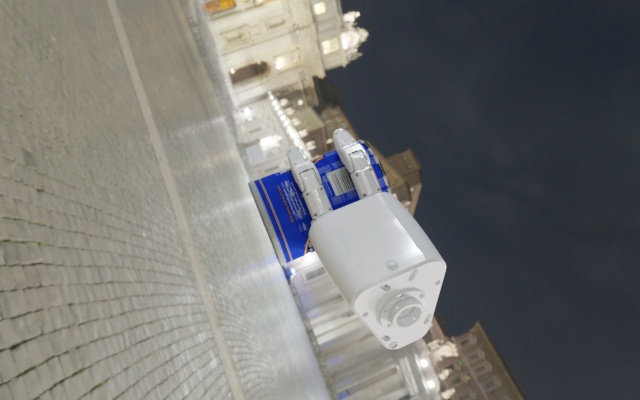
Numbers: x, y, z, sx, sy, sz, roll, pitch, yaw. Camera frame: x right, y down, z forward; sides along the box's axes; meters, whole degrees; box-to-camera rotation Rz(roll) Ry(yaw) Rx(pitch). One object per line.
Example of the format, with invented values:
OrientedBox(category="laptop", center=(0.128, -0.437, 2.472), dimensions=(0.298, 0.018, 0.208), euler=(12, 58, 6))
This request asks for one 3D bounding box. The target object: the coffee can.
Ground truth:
OrientedBox(category="coffee can", center=(0.000, 0.002, 0.551), dimensions=(0.140, 0.103, 0.103), euler=(-22, 3, -8))
